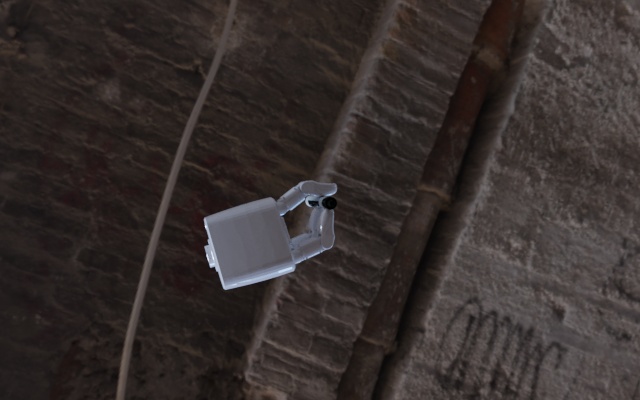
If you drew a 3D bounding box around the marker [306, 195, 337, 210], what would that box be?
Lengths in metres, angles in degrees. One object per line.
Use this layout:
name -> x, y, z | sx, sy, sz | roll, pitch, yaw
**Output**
marker -> 0.000, 0.002, 0.739 | 0.020, 0.020, 0.121 | 0, 2, -16
